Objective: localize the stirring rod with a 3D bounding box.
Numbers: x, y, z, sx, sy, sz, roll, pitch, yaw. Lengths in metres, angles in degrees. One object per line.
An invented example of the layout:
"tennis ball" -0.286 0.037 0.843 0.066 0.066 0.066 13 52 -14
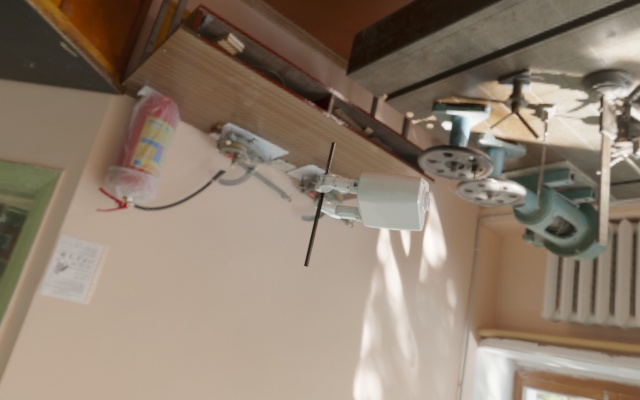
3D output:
"stirring rod" 0.000 0.003 0.869 0.011 0.239 0.011 12 -17 4
